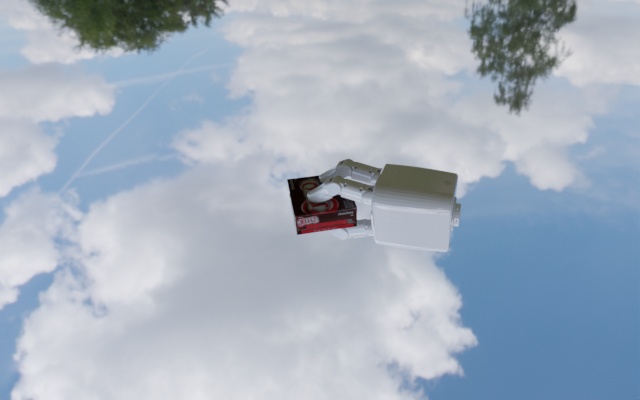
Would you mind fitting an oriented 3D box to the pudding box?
[{"bbox_3d":[0.000,0.002,0.720,0.090,0.039,0.113,-7,30,-7],"label":"pudding box"}]
